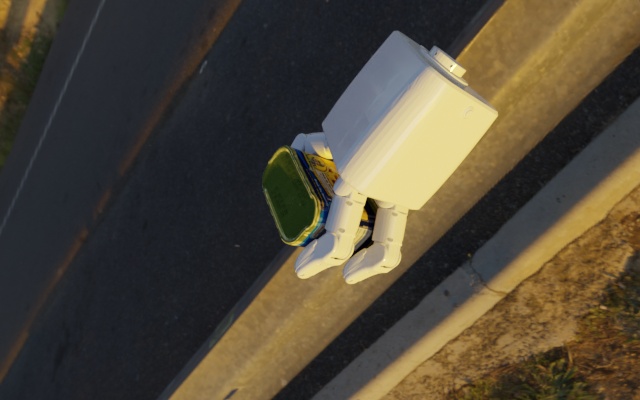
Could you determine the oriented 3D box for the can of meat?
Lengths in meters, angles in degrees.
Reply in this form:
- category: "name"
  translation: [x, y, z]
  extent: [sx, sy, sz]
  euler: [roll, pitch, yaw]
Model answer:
- category: "can of meat"
  translation: [0.000, 0.001, 0.448]
  extent: [0.084, 0.102, 0.057]
  euler: [15, -54, -41]
